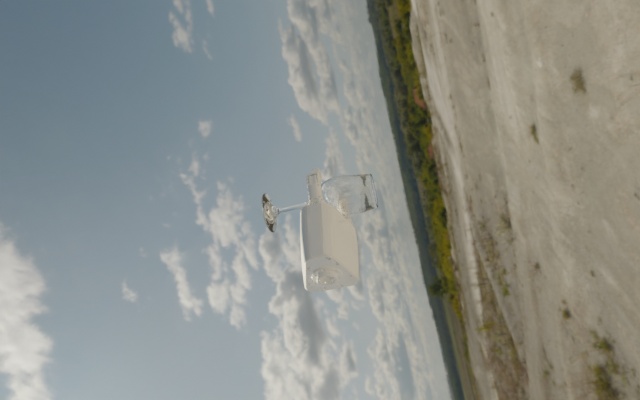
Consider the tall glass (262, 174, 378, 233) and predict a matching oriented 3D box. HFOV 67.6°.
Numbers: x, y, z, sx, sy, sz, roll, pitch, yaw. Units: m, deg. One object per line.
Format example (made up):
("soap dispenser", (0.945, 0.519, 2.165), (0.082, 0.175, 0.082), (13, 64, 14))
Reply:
("tall glass", (-0.001, 0.003, 0.865), (0.201, 0.079, 0.079), (-12, -2, 10))
